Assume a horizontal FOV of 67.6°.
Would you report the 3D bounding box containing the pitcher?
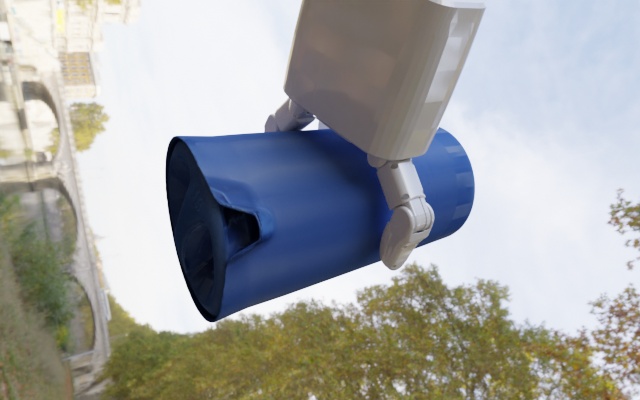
[{"bbox_3d":[0.000,0.001,0.402,0.243,0.145,0.149,-11,47,-29],"label":"pitcher"}]
